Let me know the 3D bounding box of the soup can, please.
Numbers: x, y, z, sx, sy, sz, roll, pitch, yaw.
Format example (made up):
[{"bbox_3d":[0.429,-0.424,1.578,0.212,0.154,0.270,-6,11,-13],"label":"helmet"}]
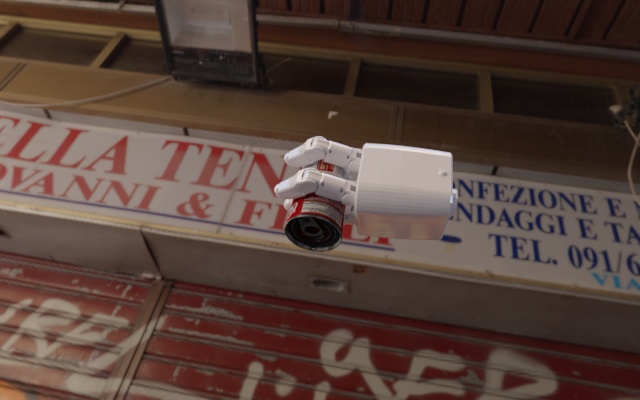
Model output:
[{"bbox_3d":[0.000,0.002,0.585,0.068,0.102,0.069,8,-40,6],"label":"soup can"}]
